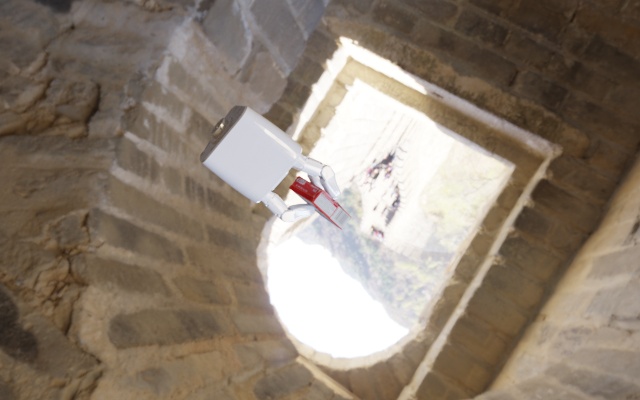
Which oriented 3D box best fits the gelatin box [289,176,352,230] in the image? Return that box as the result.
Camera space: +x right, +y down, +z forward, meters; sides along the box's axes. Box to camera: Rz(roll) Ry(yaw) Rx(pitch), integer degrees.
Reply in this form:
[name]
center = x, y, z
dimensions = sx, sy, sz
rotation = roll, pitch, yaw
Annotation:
[gelatin box]
center = 0.000, 0.003, 0.785
dimensions = 0.089, 0.030, 0.073
rotation = 43, -7, -38
